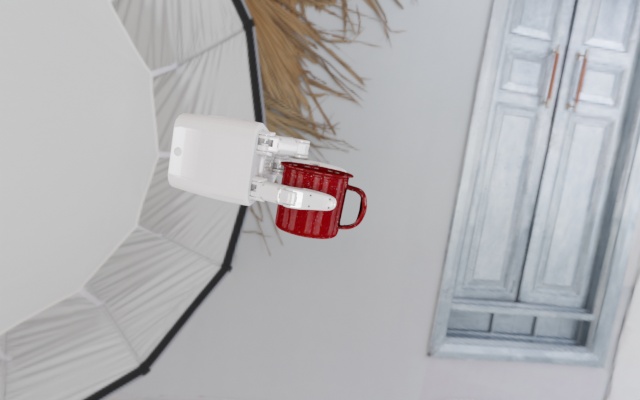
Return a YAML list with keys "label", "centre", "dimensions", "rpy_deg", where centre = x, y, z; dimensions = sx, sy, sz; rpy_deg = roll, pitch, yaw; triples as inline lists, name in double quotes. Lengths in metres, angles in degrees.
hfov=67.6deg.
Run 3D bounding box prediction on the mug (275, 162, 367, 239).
- label: "mug"
  centre: [0.001, 0.002, 0.597]
  dimensions: [0.117, 0.081, 0.093]
  rpy_deg: [12, 8, 11]
